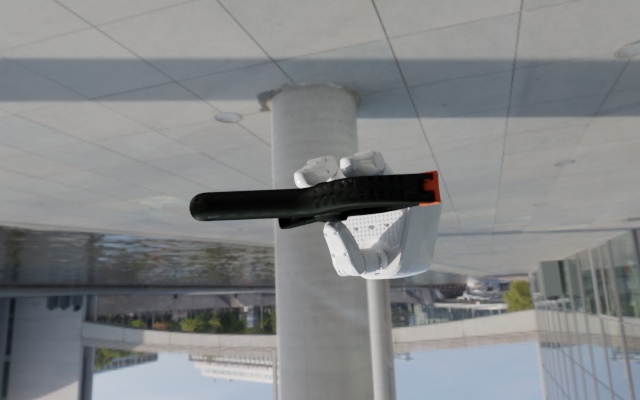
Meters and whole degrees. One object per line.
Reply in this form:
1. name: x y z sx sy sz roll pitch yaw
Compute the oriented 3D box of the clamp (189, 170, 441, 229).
1. clamp: 0.001 0.002 0.437 0.210 0.036 0.164 -9 -9 31
